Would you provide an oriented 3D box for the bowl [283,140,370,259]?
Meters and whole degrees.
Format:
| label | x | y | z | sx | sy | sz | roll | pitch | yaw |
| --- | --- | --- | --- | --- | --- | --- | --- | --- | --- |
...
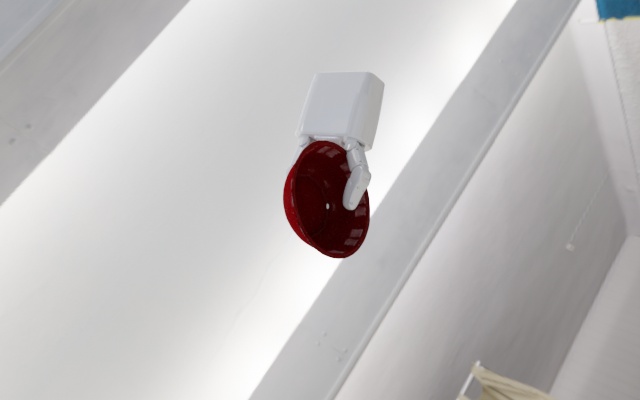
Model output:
| label | x | y | z | sx | sy | sz | roll | pitch | yaw |
| --- | --- | --- | --- | --- | --- | --- | --- | --- | --- |
| bowl | -0.001 | 0.003 | 0.655 | 0.055 | 0.162 | 0.162 | -13 | -9 | 40 |
